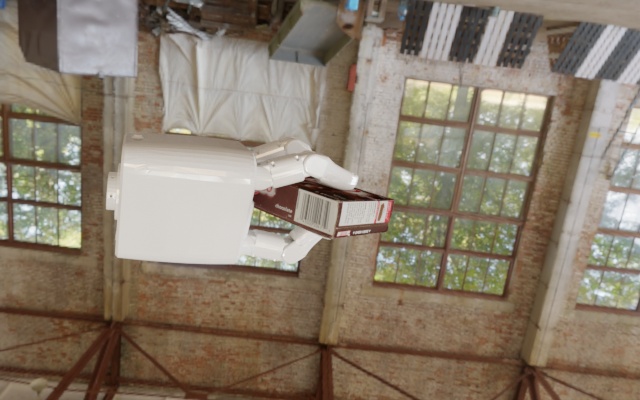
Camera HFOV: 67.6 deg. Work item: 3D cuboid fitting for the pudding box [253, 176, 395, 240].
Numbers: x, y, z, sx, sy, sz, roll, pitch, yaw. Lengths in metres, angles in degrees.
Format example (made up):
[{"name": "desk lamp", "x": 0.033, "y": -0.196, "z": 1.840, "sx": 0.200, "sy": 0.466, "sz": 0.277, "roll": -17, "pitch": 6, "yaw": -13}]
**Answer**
[{"name": "pudding box", "x": 0.000, "y": 0.002, "z": 0.465, "sx": 0.113, "sy": 0.039, "sz": 0.090, "roll": 22, "pitch": 15, "yaw": 38}]
